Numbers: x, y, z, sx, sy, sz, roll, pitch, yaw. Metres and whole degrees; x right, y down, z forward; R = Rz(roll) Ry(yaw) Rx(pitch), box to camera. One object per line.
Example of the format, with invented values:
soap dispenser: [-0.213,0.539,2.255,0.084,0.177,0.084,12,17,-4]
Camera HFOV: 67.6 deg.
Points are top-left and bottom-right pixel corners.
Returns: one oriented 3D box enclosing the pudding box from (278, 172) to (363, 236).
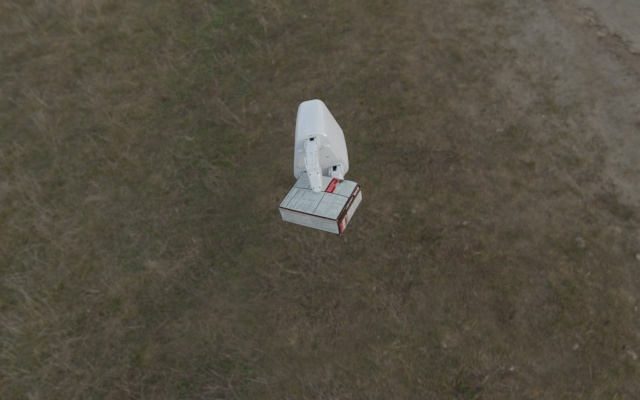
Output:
pudding box: [0.000,0.002,0.784,0.113,0.090,0.039,12,-39,28]
